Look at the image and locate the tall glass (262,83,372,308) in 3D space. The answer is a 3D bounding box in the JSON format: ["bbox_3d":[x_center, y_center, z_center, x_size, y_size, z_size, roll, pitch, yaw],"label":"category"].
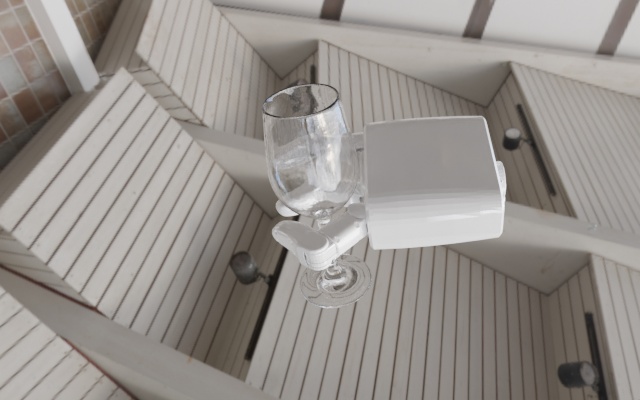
[{"bbox_3d":[0.000,0.002,0.428,0.079,0.201,0.079,-8,36,5],"label":"tall glass"}]
